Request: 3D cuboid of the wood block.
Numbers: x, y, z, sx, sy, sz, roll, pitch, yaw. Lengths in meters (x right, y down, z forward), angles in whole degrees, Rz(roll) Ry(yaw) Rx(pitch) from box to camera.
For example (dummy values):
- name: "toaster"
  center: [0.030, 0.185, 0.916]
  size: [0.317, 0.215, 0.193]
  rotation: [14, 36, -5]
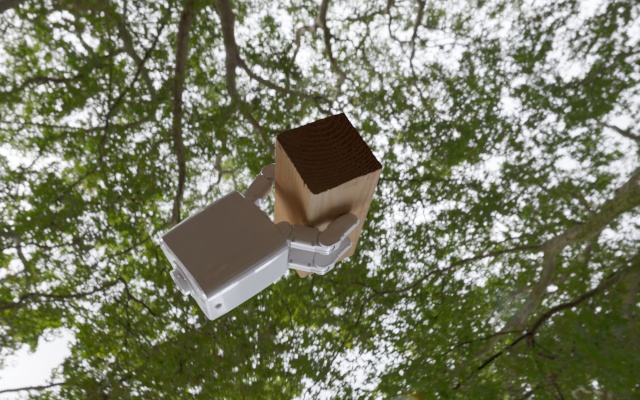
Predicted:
- name: "wood block"
  center: [0.000, 0.002, 0.600]
  size: [0.090, 0.090, 0.206]
  rotation: [-22, -27, -20]
